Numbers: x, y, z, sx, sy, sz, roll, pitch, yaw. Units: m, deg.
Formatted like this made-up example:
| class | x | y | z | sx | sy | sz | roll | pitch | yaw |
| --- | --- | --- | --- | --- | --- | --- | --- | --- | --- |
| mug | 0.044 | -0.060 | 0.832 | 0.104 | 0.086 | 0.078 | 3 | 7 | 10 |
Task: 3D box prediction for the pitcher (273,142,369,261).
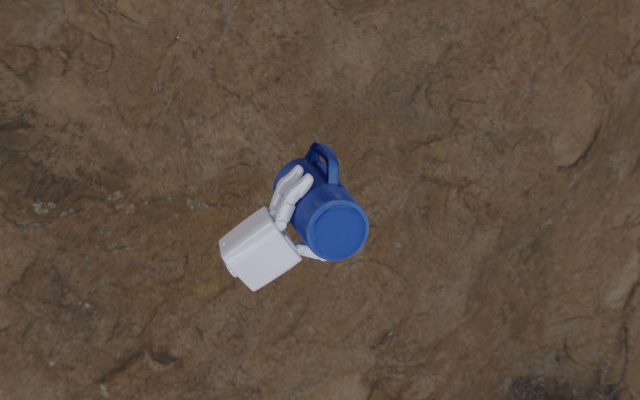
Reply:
| class | x | y | z | sx | sy | sz | roll | pitch | yaw |
| --- | --- | --- | --- | --- | --- | --- | --- | --- | --- |
| pitcher | 0.000 | 0.003 | 0.867 | 0.145 | 0.149 | 0.242 | -34 | 24 | -3 |
